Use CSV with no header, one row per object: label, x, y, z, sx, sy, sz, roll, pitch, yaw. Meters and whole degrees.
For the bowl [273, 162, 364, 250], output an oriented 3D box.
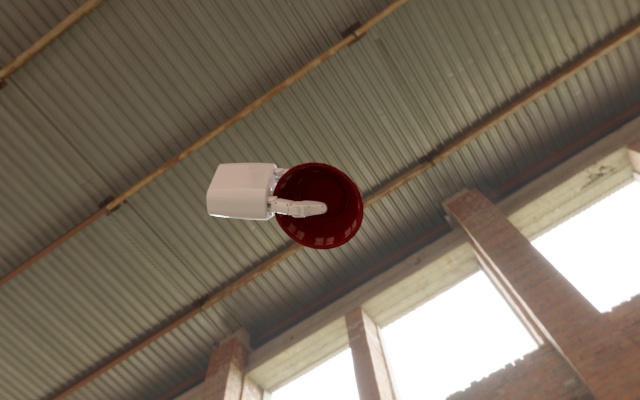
bowl,0.001,0.003,0.840,0.162,0.162,0.055,0,22,15
